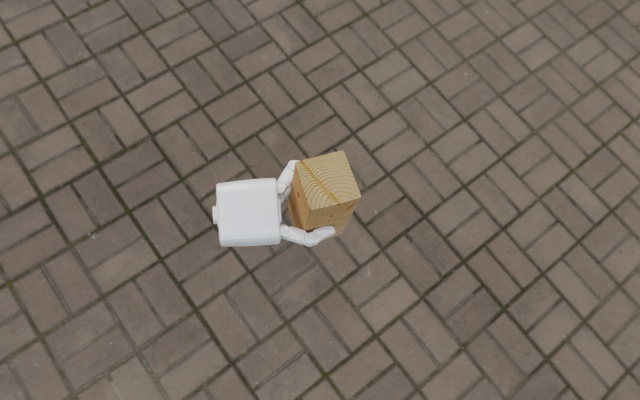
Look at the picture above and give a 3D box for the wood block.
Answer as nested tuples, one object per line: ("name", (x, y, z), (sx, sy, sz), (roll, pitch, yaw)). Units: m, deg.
("wood block", (0.000, 0.003, 0.871), (0.090, 0.090, 0.206), (-15, -18, -12))
